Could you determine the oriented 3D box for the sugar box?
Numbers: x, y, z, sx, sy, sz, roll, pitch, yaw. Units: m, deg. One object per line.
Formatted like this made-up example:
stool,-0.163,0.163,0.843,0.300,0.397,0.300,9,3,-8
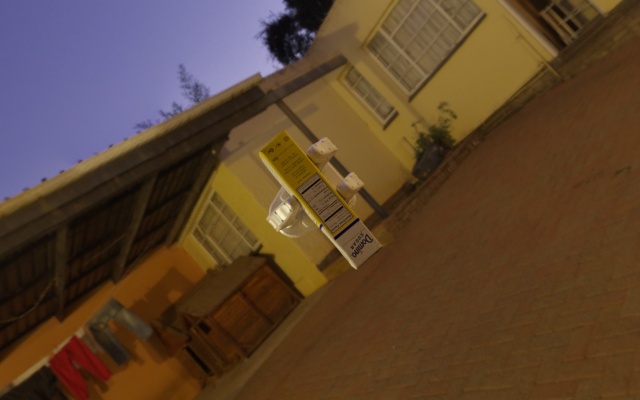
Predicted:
sugar box,0.000,0.001,0.579,0.048,0.176,0.093,-42,-4,-3
